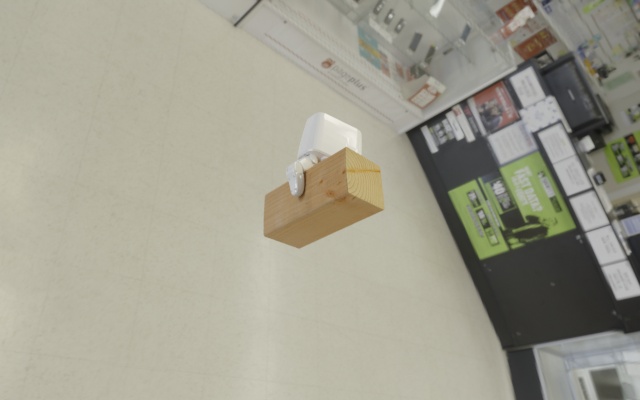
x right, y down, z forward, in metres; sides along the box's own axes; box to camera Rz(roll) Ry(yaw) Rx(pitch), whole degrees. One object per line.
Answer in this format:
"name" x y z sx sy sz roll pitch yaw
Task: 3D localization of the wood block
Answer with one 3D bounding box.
"wood block" 0.000 0.002 0.833 0.091 0.090 0.206 25 -39 -38
